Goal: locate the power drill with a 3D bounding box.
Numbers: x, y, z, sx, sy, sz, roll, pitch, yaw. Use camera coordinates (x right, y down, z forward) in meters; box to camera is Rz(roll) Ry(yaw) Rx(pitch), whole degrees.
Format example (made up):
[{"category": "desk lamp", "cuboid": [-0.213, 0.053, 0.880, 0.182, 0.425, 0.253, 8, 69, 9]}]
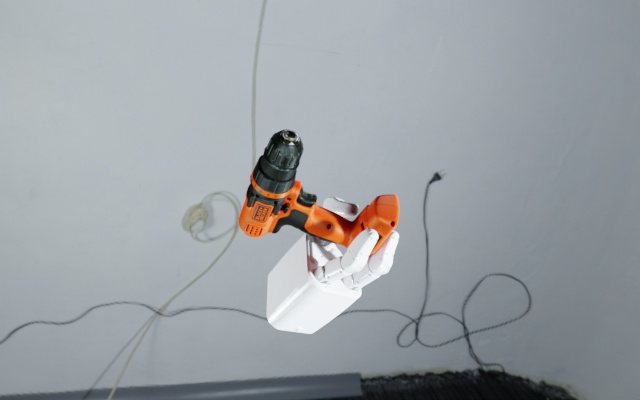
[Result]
[{"category": "power drill", "cuboid": [0.000, 0.002, 0.604, 0.187, 0.057, 0.184, 19, -40, -10]}]
